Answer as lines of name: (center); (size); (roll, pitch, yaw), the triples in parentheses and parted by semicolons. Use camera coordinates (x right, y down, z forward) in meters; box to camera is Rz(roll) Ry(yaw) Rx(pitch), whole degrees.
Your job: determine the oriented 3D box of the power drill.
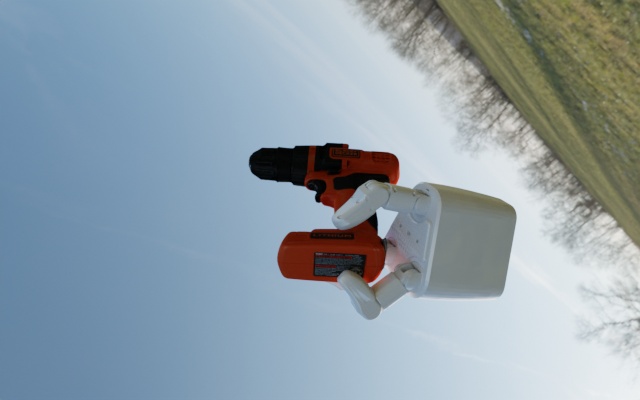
power drill: (0.000, 0.002, 0.531); (0.184, 0.057, 0.187); (2, 42, 3)
